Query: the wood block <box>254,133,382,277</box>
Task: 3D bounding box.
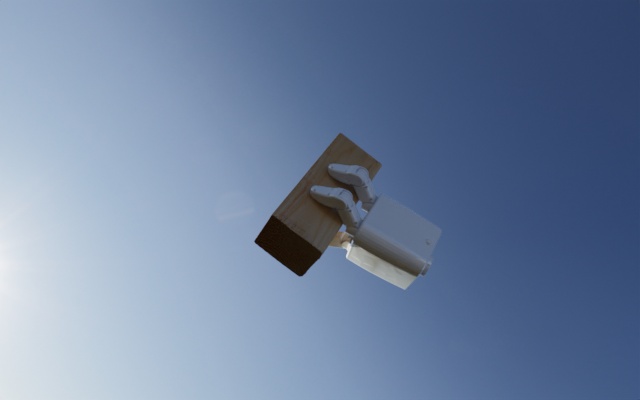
[{"bbox_3d":[0.000,0.003,0.734,0.090,0.206,0.091,37,-39,0],"label":"wood block"}]
